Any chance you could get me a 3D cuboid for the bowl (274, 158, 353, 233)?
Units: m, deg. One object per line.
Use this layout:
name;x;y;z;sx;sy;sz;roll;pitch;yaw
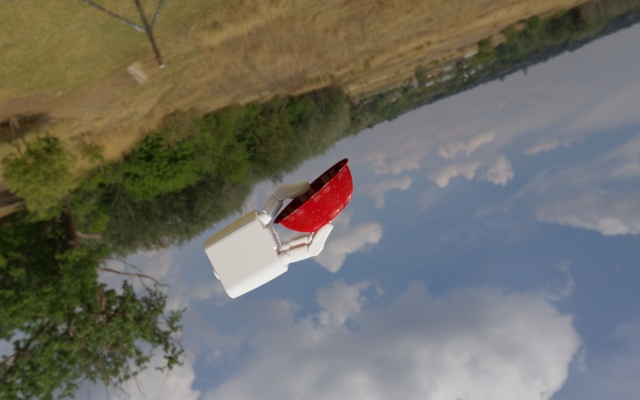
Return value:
bowl;0.001;0.002;0.785;0.162;0.055;0.162;-41;8;7
